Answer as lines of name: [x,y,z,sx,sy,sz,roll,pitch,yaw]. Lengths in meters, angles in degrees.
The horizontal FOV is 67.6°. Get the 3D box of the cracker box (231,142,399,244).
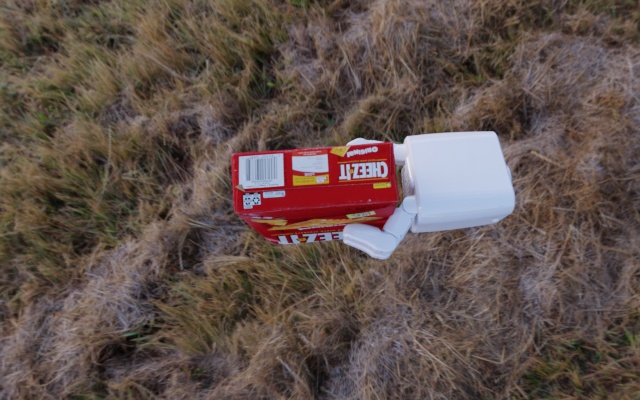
cracker box: [0.000,0.002,0.567,0.164,0.072,0.214,-4,-14,3]
